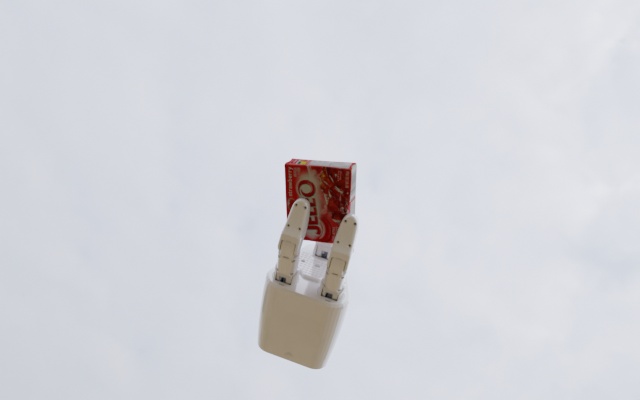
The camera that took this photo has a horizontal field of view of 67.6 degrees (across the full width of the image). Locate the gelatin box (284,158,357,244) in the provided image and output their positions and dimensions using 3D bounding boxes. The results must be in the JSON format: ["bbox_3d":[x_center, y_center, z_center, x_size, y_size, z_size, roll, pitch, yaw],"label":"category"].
[{"bbox_3d":[0.000,0.001,0.519,0.073,0.089,0.030,6,21,15],"label":"gelatin box"}]
